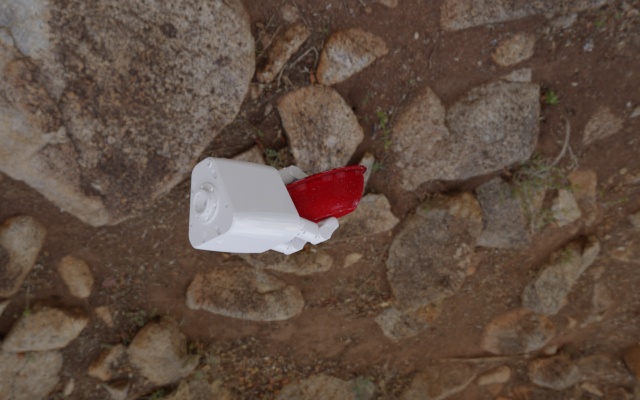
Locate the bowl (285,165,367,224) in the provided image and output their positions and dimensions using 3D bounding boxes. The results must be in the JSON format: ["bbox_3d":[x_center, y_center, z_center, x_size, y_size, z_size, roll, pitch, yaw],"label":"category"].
[{"bbox_3d":[0.001,0.002,0.704,0.162,0.055,0.162,-19,-8,-3],"label":"bowl"}]
